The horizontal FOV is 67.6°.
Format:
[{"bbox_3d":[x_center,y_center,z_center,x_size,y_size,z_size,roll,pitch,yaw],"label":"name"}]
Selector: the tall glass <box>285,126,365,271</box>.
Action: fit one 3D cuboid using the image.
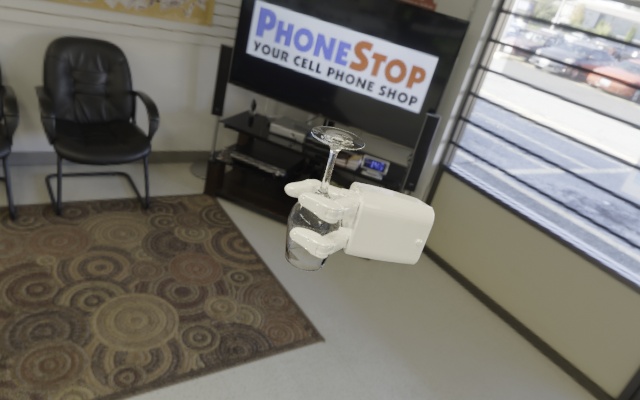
[{"bbox_3d":[0.000,0.002,0.677,0.079,0.201,0.079,13,26,-6],"label":"tall glass"}]
